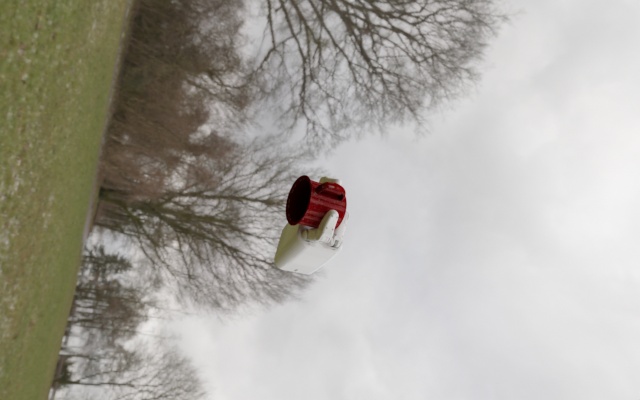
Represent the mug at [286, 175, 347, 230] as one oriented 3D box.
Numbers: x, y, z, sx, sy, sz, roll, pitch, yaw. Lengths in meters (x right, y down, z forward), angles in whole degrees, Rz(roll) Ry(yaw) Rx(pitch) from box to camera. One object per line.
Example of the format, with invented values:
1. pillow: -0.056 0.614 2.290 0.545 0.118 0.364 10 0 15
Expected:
1. mug: 0.001 0.002 0.857 0.081 0.093 0.117 16 -40 -28
